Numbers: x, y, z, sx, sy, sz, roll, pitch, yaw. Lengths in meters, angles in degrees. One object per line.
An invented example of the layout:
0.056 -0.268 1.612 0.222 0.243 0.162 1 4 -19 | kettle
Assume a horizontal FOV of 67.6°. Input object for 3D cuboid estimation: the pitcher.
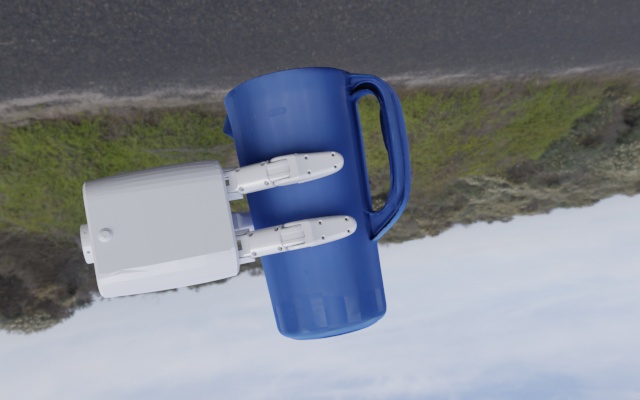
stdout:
0.000 0.002 0.465 0.145 0.243 0.149 -9 -5 -22 | pitcher
